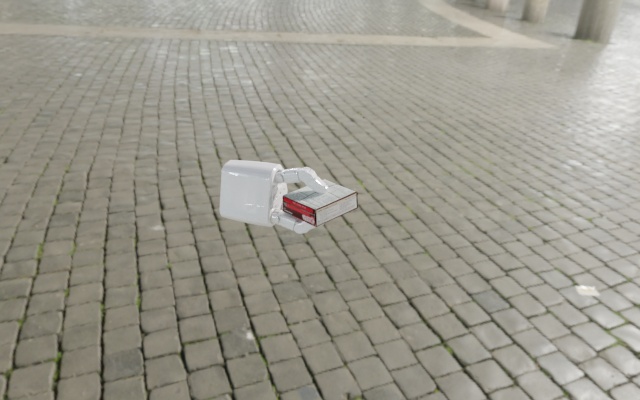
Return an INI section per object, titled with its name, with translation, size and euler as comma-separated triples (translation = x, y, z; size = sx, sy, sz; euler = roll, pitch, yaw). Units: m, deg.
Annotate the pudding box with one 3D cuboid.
[pudding box]
translation = 0.000, 0.003, 0.876
size = 0.113, 0.039, 0.090
euler = -24, 35, -38
